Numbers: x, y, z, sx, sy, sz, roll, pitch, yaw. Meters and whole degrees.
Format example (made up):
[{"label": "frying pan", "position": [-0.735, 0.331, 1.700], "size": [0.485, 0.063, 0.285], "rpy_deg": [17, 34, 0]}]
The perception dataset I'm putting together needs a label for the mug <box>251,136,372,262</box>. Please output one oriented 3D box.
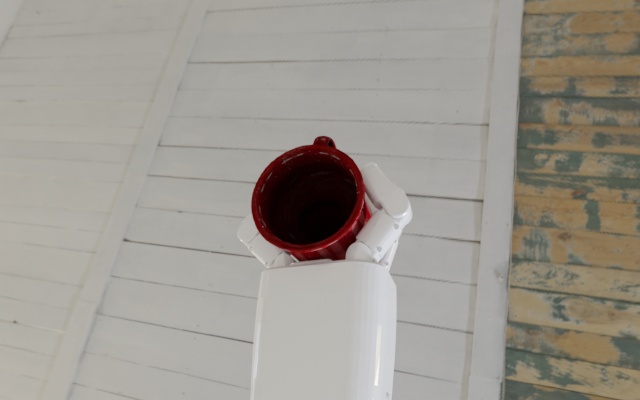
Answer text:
[{"label": "mug", "position": [0.000, 0.000, 0.414], "size": [0.093, 0.117, 0.081], "rpy_deg": [-2, -24, 16]}]
